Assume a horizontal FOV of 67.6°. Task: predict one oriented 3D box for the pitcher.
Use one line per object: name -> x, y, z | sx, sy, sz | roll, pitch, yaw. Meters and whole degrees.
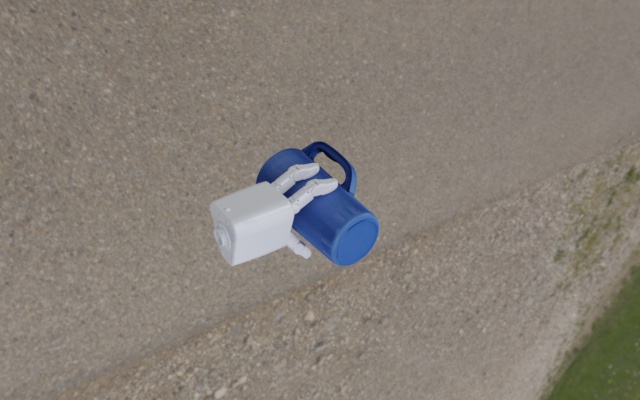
pitcher -> 0.000, 0.003, 0.881 | 0.145, 0.149, 0.242 | -19, 41, -31
